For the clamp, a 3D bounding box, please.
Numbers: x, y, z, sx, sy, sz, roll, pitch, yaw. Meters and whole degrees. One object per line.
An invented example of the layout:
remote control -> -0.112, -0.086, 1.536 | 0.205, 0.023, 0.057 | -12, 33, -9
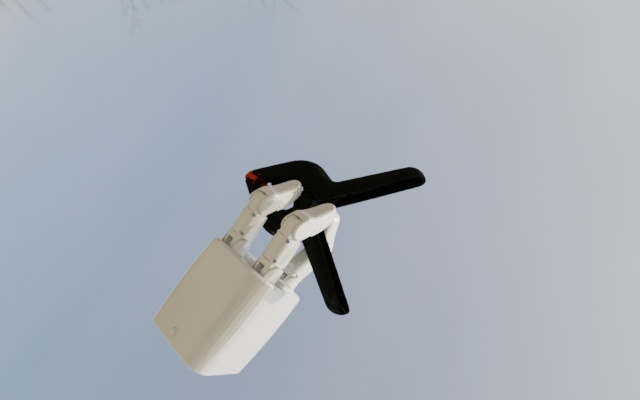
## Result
clamp -> 0.000, 0.002, 0.521 | 0.210, 0.164, 0.036 | 34, -7, 37
